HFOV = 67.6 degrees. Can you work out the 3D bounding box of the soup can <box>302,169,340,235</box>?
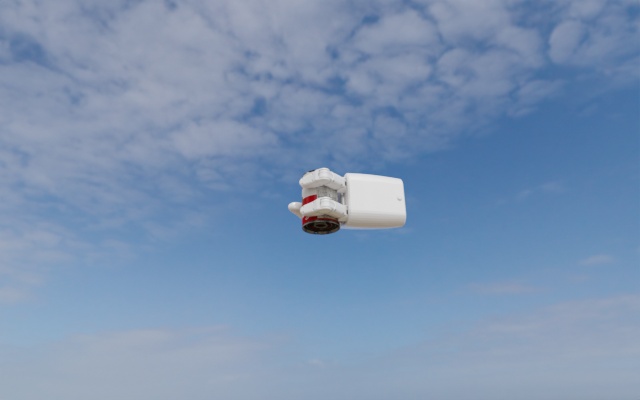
[{"bbox_3d":[0.000,0.003,0.863,0.068,0.102,0.068,-1,-23,0],"label":"soup can"}]
